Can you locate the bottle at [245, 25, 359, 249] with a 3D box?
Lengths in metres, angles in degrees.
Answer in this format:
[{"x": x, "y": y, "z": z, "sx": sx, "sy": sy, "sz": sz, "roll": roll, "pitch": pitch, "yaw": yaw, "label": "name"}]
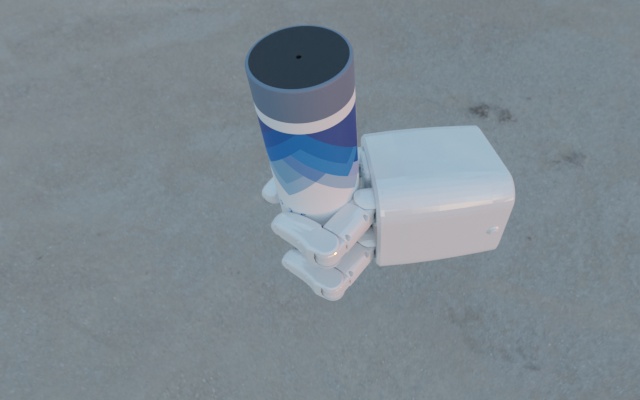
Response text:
[{"x": 0.000, "y": 0.001, "z": 0.405, "sx": 0.069, "sy": 0.069, "sz": 0.296, "roll": 0, "pitch": -37, "yaw": 6, "label": "bottle"}]
